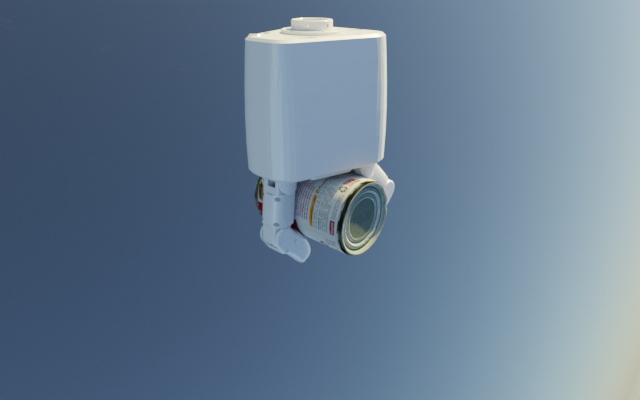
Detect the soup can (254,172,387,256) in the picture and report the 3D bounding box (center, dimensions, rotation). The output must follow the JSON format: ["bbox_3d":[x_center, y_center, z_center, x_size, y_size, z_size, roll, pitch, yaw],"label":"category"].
[{"bbox_3d":[0.000,0.002,0.428,0.102,0.068,0.068,21,13,37],"label":"soup can"}]
